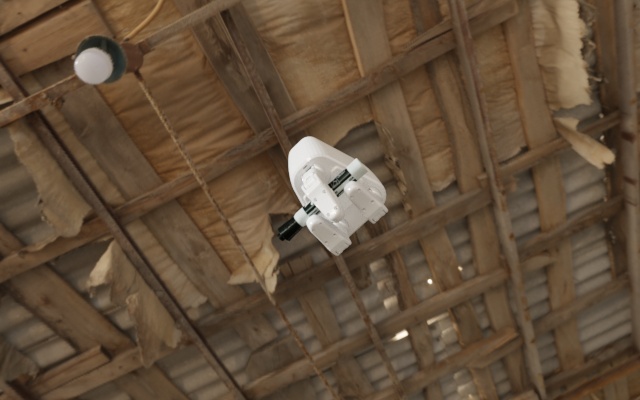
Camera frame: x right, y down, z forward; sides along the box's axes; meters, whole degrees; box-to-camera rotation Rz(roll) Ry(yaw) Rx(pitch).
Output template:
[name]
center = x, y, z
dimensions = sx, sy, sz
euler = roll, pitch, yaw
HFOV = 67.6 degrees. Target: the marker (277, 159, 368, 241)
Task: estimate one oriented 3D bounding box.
[marker]
center = 0.000, 0.002, 0.515
dimensions = 0.121, 0.020, 0.020
euler = -42, -8, 9
